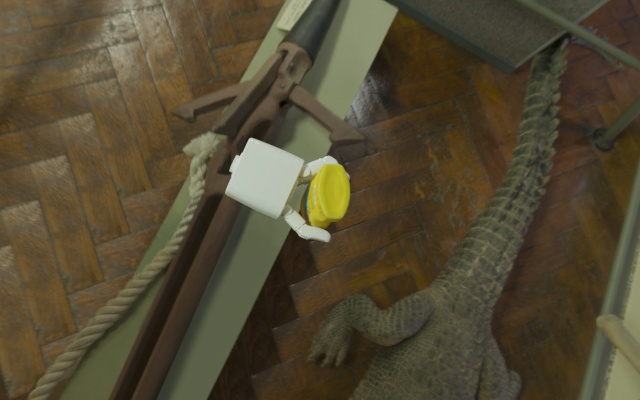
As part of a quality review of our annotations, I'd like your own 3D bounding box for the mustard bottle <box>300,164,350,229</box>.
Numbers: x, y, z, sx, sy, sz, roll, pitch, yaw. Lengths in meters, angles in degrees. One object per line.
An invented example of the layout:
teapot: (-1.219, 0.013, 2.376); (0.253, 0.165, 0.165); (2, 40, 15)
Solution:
mustard bottle: (0.001, 0.003, 0.875); (0.058, 0.096, 0.192); (0, -12, -14)
